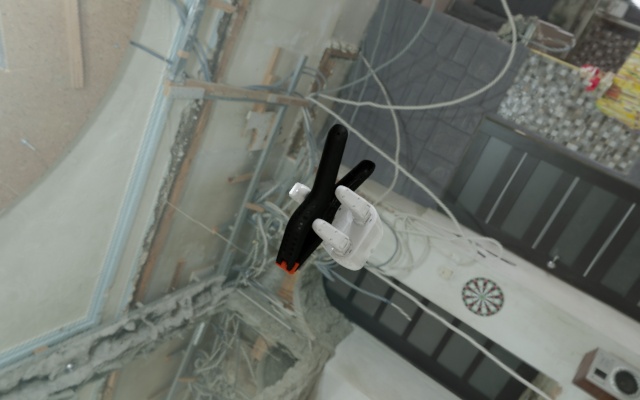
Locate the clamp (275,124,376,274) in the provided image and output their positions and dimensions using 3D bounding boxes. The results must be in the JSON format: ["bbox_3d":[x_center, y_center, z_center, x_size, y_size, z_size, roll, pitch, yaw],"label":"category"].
[{"bbox_3d":[-0.001,0.002,0.655,0.036,0.210,0.165,31,-8,25],"label":"clamp"}]
